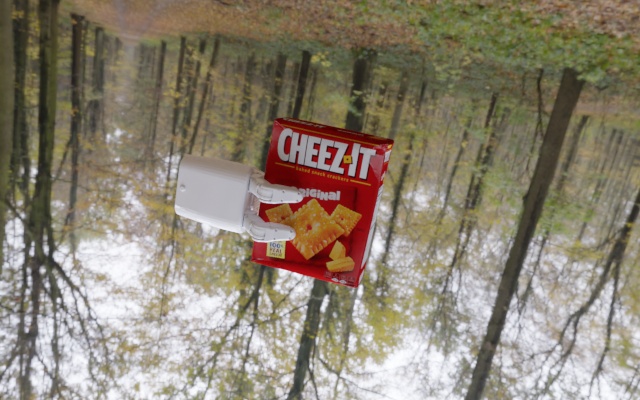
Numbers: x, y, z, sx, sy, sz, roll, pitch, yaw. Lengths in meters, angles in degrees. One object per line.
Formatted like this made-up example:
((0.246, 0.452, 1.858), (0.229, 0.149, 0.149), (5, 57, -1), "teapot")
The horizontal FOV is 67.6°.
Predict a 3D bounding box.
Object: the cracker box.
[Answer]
((0.000, 0.002, 0.686), (0.164, 0.214, 0.072), (14, 14, 11), "cracker box")
